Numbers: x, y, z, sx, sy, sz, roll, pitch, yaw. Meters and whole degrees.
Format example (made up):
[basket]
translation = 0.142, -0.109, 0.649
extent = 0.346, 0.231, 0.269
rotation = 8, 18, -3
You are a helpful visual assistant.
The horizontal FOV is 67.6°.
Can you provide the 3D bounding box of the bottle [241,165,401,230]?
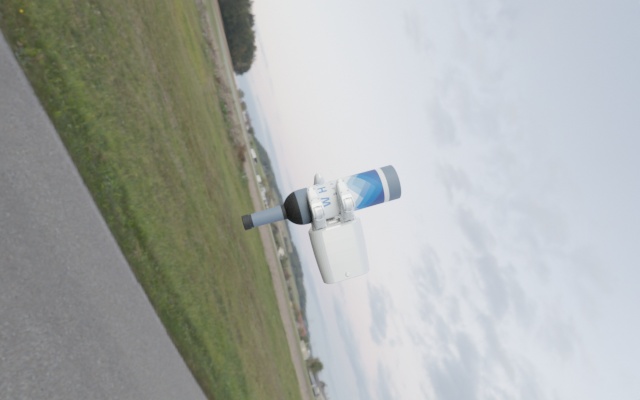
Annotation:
[bottle]
translation = 0.000, 0.003, 0.887
extent = 0.295, 0.069, 0.069
rotation = -15, 2, -7
